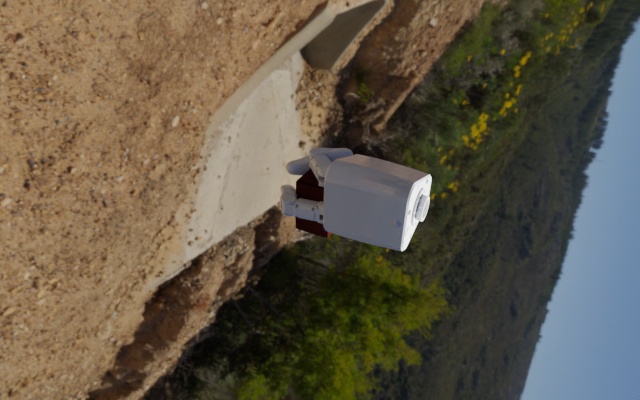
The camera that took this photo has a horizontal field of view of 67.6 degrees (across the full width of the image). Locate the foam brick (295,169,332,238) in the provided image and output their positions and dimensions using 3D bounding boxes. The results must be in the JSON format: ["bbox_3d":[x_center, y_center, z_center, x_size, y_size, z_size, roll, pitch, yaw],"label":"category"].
[{"bbox_3d":[0.000,0.002,0.653,0.051,0.078,0.053,16,34,22],"label":"foam brick"}]
